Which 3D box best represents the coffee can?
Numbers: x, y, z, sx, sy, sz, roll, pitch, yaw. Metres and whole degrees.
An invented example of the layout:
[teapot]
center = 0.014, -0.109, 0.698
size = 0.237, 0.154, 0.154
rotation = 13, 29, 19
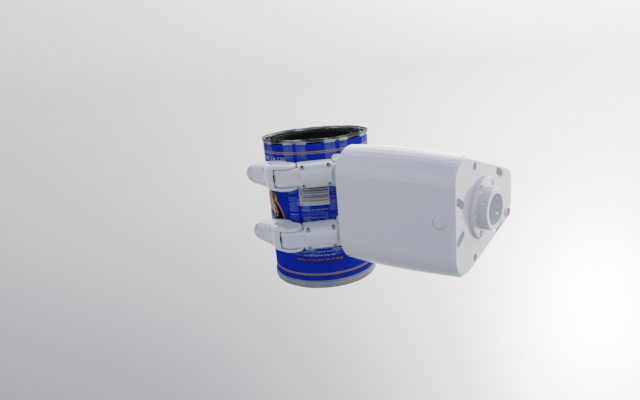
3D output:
[coffee can]
center = 0.000, 0.002, 0.477
size = 0.103, 0.140, 0.102
rotation = -5, 15, 1
